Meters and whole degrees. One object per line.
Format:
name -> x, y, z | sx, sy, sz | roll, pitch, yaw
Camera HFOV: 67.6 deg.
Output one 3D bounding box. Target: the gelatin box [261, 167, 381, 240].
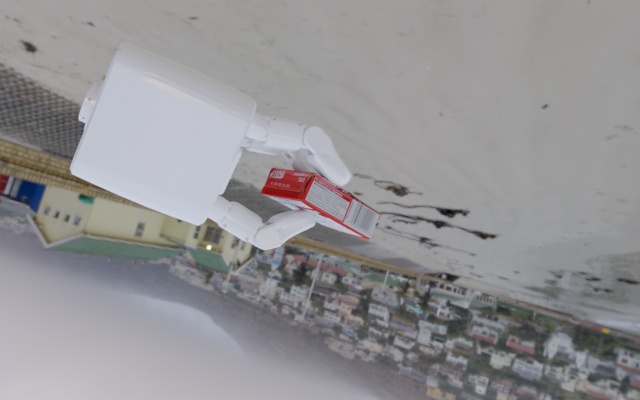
gelatin box -> 0.000, 0.002, 0.446 | 0.089, 0.030, 0.073 | 30, -10, -33
